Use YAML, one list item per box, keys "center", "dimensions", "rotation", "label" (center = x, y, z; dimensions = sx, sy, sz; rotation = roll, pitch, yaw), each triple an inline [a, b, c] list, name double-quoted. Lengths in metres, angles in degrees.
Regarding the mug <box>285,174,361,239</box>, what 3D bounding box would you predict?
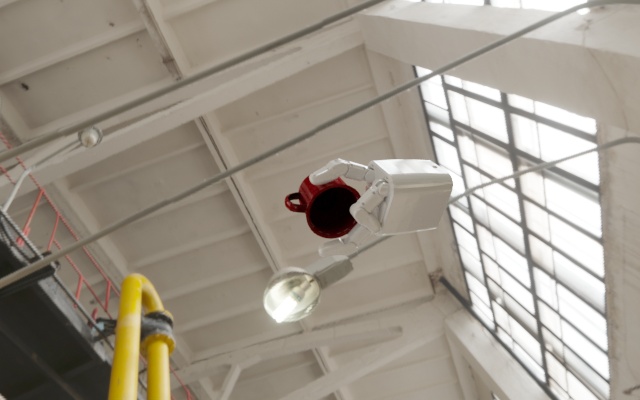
- center: [-0.001, 0.003, 0.763]
  dimensions: [0.117, 0.093, 0.081]
  rotation: [-4, 25, -16]
  label: "mug"
